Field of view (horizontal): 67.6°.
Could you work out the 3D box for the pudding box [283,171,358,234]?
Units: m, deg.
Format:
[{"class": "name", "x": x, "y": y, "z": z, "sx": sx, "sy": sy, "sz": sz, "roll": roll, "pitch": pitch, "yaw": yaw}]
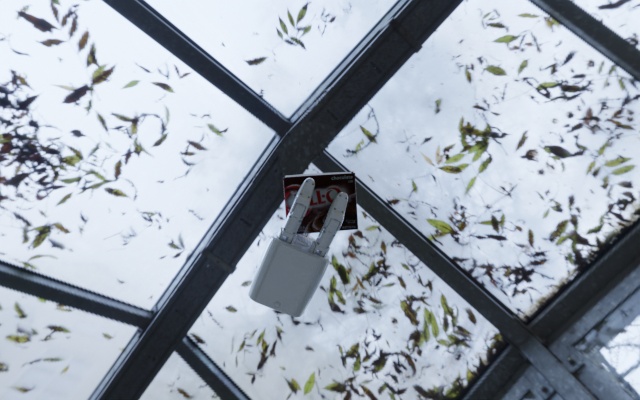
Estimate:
[{"class": "pudding box", "x": 0.000, "y": 0.002, "z": 0.747, "sx": 0.113, "sy": 0.090, "sz": 0.039, "roll": -5, "pitch": 11, "yaw": -2}]
